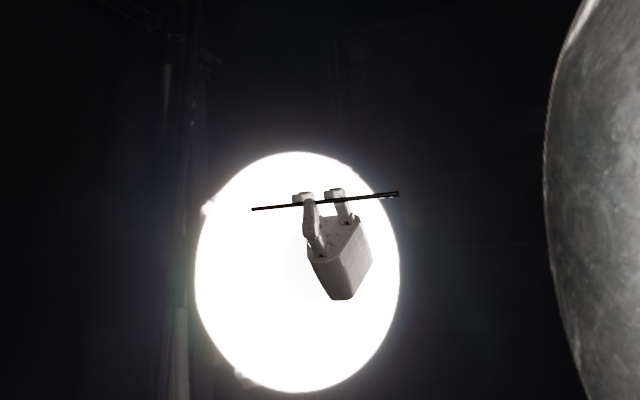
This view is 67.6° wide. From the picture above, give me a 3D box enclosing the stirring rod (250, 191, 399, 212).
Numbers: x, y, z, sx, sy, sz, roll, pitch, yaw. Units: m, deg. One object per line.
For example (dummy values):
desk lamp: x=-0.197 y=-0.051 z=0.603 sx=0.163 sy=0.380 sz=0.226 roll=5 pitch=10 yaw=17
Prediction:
stirring rod: x=0.000 y=0.002 z=0.725 sx=0.239 sy=0.011 sz=0.011 roll=-6 pitch=-2 yaw=22
